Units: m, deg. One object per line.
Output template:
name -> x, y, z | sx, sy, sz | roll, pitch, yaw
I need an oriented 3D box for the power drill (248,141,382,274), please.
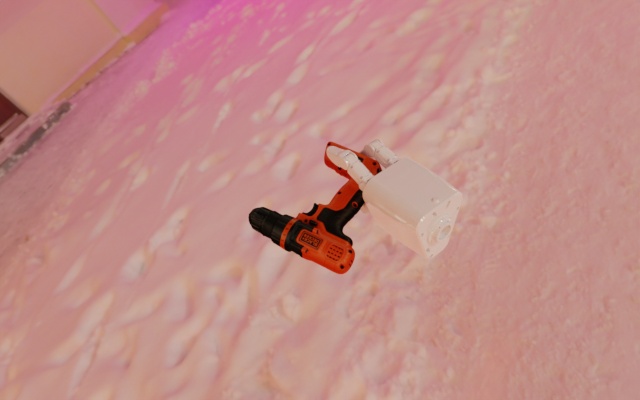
power drill -> 0.001, 0.002, 0.753 | 0.184, 0.187, 0.057 | 25, -15, 18
